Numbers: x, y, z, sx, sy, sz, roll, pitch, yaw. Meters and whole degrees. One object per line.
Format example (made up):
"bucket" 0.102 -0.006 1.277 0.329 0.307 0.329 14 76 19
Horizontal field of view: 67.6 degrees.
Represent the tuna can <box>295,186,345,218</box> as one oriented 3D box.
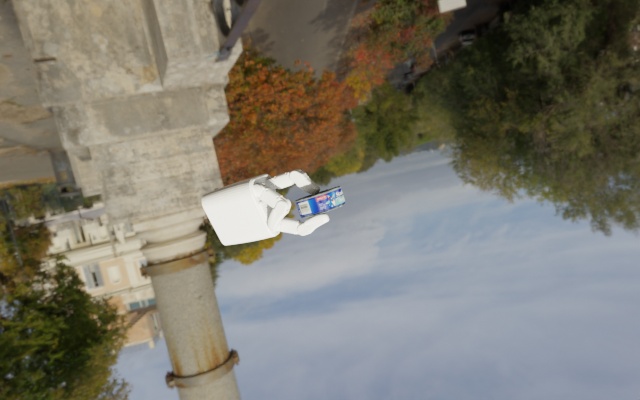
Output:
"tuna can" 0.000 0.003 0.847 0.086 0.034 0.086 -18 3 1
